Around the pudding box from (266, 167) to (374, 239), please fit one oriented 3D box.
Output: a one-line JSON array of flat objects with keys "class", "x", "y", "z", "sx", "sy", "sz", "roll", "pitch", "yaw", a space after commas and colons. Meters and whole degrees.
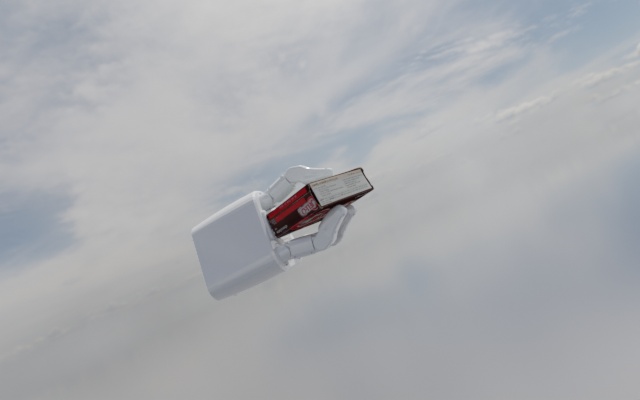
[{"class": "pudding box", "x": 0.000, "y": 0.002, "z": 0.603, "sx": 0.090, "sy": 0.039, "sz": 0.113, "roll": -34, "pitch": -7, "yaw": 41}]
